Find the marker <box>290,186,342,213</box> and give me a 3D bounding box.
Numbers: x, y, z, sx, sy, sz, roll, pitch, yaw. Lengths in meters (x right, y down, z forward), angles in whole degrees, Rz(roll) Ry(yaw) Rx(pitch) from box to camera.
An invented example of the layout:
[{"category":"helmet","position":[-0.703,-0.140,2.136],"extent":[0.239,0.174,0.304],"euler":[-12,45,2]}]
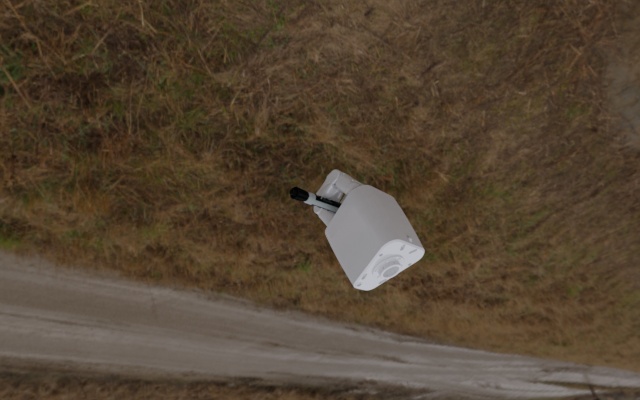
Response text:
[{"category":"marker","position":[0.000,0.002,0.723],"extent":[0.020,0.020,0.121],"euler":[0,-15,45]}]
